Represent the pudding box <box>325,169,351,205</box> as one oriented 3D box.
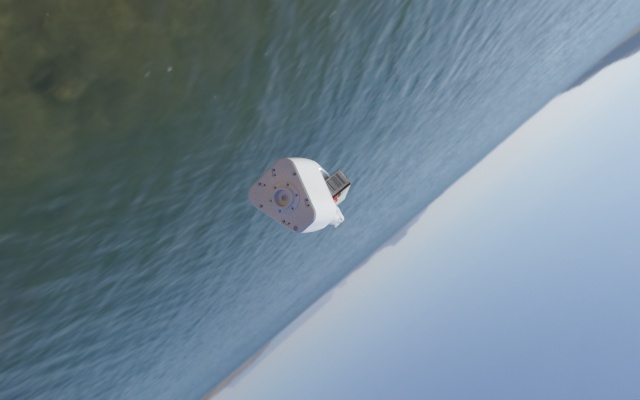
[{"bbox_3d":[0.000,0.003,0.876,0.113,0.039,0.090,-38,-10,-14],"label":"pudding box"}]
